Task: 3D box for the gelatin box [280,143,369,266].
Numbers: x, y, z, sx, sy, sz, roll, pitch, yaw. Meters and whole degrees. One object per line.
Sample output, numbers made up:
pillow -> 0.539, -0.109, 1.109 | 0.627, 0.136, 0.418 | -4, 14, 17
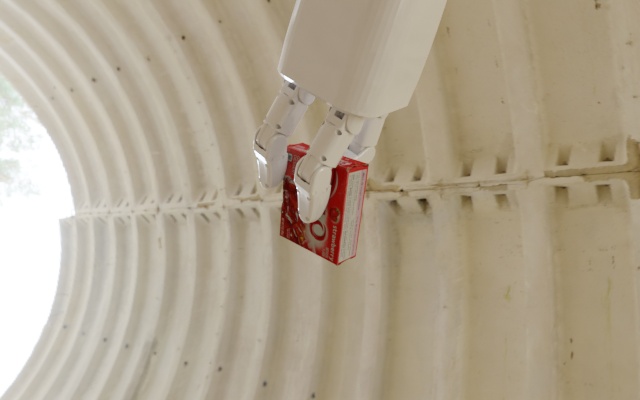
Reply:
gelatin box -> 0.000, 0.002, 0.418 | 0.073, 0.089, 0.030 | 23, 27, 37
